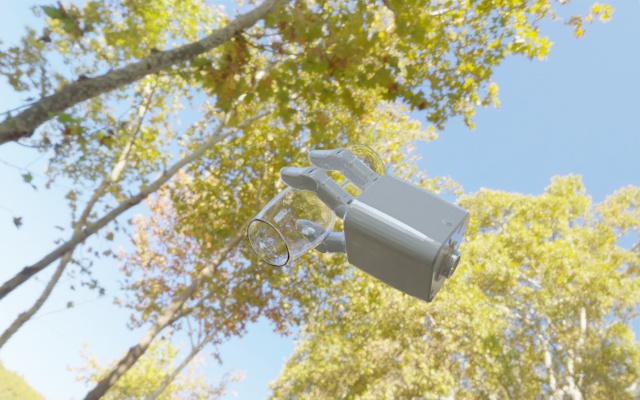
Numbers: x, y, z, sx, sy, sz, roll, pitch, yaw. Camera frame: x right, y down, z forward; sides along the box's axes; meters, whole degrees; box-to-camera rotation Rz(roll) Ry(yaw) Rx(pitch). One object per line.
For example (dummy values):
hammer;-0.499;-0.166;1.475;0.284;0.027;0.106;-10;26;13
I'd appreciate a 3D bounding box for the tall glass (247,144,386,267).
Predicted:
tall glass;0.000;0.002;0.591;0.079;0.079;0.201;0;27;42
